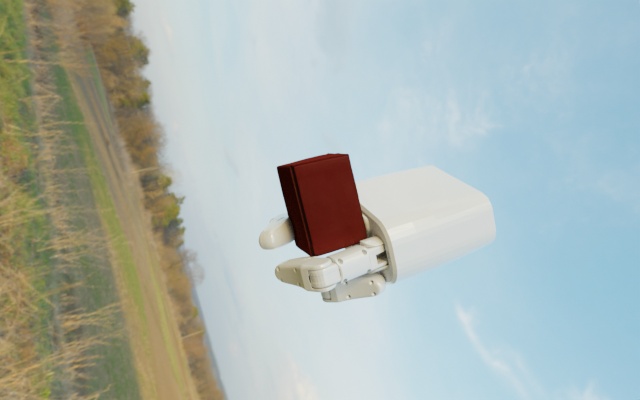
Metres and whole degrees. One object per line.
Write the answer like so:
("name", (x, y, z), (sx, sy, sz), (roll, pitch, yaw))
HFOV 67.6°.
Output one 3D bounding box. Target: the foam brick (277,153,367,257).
("foam brick", (0.000, 0.001, 0.409), (0.051, 0.078, 0.053), (-16, 11, -16))
